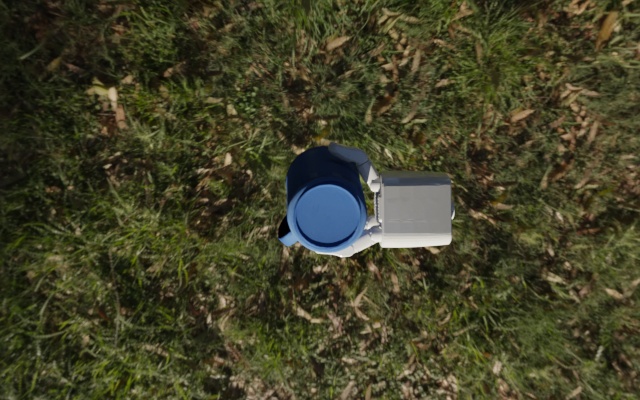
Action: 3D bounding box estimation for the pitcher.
[{"bbox_3d":[0.000,0.002,0.745,0.145,0.149,0.242,-1,13,-1],"label":"pitcher"}]
